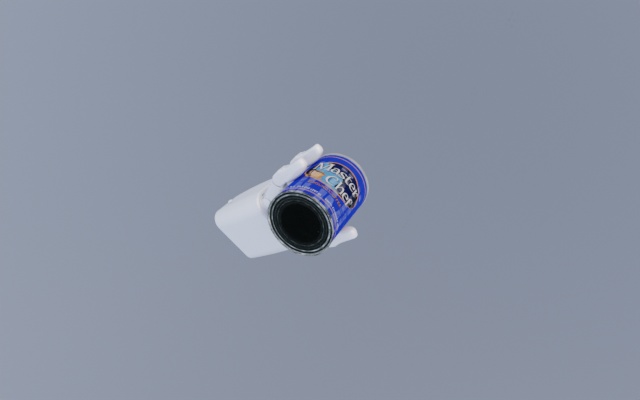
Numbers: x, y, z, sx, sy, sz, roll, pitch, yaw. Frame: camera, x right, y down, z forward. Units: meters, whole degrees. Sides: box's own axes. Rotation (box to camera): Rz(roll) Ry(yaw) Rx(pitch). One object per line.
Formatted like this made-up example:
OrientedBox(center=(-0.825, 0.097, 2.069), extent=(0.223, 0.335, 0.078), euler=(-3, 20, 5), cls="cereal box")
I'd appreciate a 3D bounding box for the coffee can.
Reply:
OrientedBox(center=(0.000, 0.002, 0.710), extent=(0.103, 0.103, 0.140), euler=(0, 26, 28), cls="coffee can")
